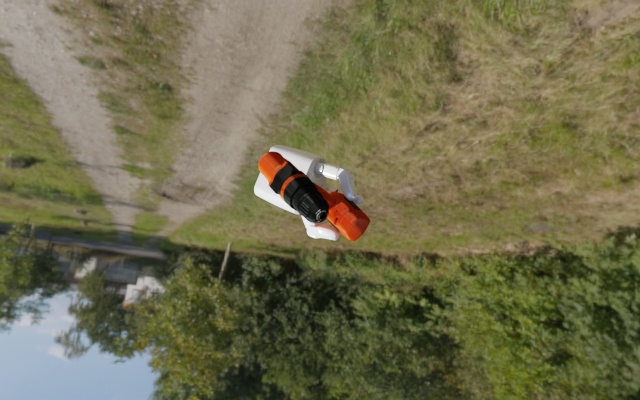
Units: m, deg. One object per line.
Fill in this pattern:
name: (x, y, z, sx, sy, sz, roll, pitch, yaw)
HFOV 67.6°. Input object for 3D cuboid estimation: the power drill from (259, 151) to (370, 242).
power drill: (0.000, 0.003, 0.782, 0.188, 0.057, 0.184, 33, 10, -44)
